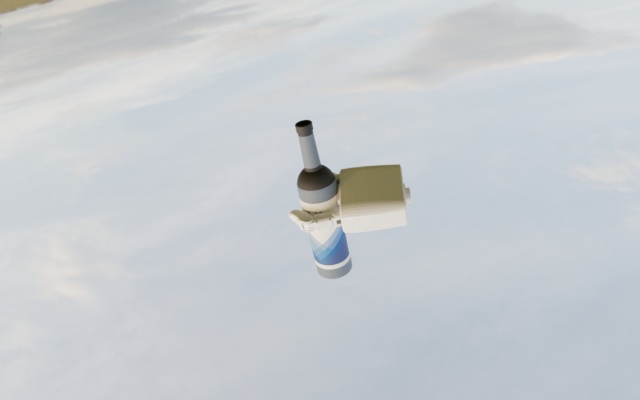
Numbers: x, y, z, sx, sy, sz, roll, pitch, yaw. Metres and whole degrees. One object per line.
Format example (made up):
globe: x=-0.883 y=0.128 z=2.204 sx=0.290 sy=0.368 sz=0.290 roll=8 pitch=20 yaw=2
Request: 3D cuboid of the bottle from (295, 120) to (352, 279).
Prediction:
bottle: x=0.000 y=0.003 z=0.815 sx=0.069 sy=0.296 sz=0.069 roll=-9 pitch=32 yaw=6
